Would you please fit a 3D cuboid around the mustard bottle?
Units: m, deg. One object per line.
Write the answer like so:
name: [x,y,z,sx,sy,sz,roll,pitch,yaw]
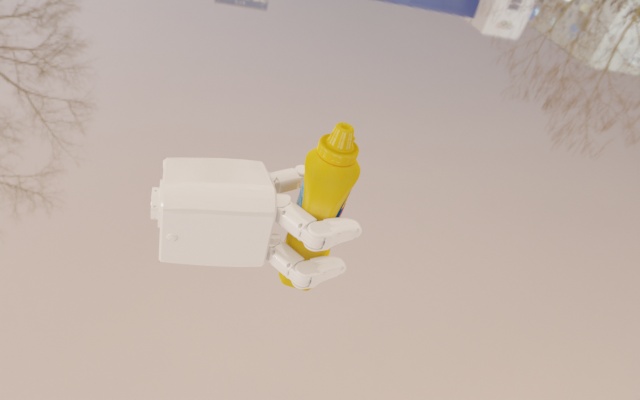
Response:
mustard bottle: [0.000,0.002,0.514,0.058,0.192,0.096,18,37,1]
